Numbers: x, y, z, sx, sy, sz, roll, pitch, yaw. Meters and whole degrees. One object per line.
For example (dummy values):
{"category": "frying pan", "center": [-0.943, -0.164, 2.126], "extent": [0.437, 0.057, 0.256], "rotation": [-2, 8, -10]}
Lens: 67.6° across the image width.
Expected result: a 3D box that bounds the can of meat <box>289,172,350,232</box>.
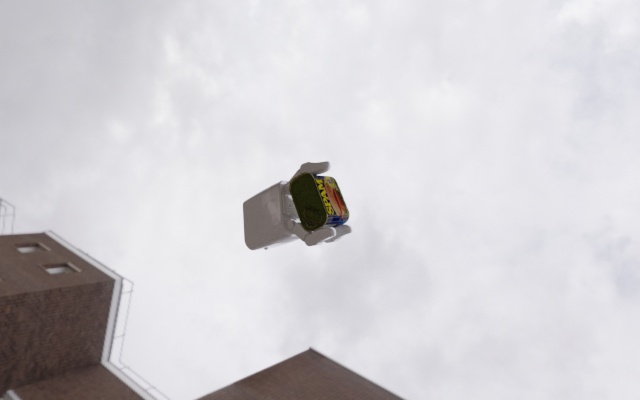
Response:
{"category": "can of meat", "center": [0.000, 0.003, 0.865], "extent": [0.057, 0.102, 0.084], "rotation": [-28, -15, 30]}
